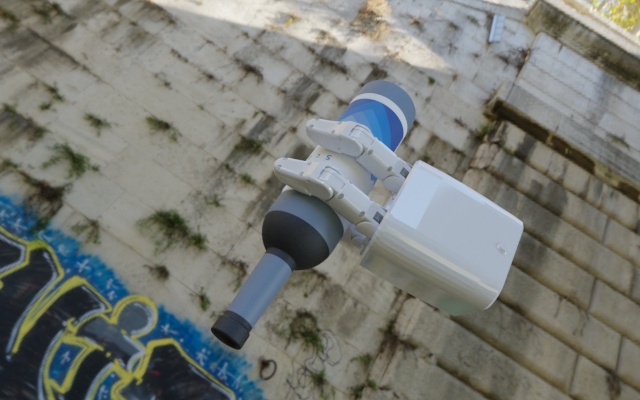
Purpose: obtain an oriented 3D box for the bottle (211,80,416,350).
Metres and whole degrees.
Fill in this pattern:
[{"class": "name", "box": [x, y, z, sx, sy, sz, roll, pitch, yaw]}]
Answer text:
[{"class": "bottle", "box": [0.000, 0.001, 0.434, 0.069, 0.069, 0.295, 0, 44, 42]}]
